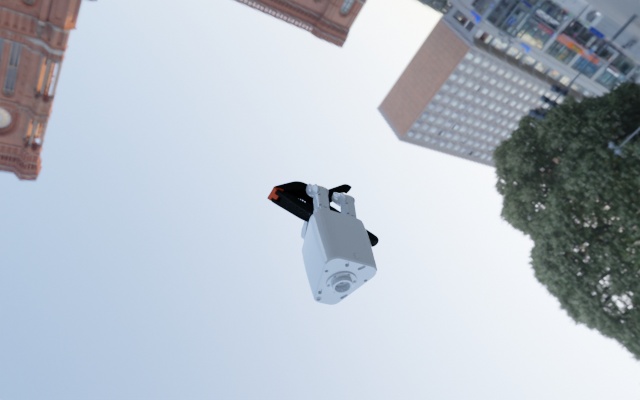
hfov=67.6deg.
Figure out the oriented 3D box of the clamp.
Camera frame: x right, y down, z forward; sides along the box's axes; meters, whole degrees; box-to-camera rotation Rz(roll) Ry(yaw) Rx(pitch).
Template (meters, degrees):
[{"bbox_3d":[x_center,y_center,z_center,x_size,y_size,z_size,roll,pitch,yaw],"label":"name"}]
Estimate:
[{"bbox_3d":[-0.001,0.003,0.878,0.210,0.036,0.164,18,32,-26],"label":"clamp"}]
